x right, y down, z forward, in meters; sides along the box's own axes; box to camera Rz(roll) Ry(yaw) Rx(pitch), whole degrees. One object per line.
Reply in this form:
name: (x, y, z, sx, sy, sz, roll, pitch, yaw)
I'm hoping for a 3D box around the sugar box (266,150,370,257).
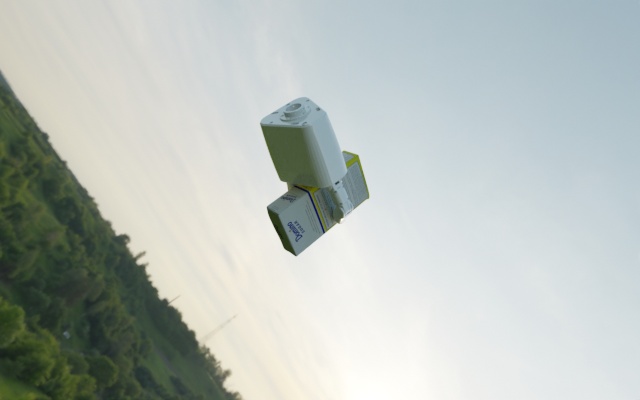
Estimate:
sugar box: (0.000, 0.002, 0.791, 0.176, 0.093, 0.048, -35, 36, -22)
